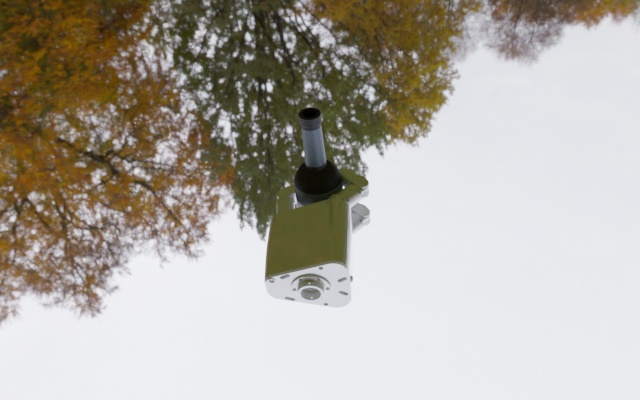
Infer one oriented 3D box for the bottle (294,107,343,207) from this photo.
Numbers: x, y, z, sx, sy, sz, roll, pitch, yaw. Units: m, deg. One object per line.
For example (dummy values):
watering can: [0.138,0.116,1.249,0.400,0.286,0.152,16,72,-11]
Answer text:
bottle: [0.000,0.002,0.677,0.069,0.296,0.069,-4,42,3]
